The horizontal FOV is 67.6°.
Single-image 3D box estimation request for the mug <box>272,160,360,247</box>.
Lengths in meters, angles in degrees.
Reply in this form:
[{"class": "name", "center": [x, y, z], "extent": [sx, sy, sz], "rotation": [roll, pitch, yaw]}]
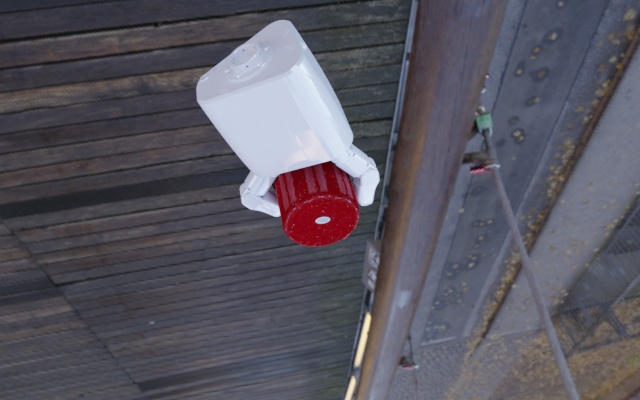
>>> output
[{"class": "mug", "center": [0.001, 0.003, 0.523], "extent": [0.093, 0.081, 0.117], "rotation": [-26, -45, 13]}]
